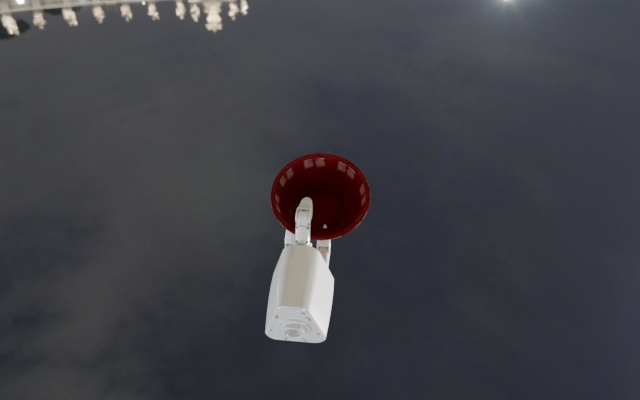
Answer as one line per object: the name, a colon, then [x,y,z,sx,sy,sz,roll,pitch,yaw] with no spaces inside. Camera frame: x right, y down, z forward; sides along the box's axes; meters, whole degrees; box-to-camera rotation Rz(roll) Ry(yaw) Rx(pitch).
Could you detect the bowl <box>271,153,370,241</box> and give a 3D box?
bowl: [0.001,0.002,0.794,0.162,0.162,0.055,0,-28,1]
